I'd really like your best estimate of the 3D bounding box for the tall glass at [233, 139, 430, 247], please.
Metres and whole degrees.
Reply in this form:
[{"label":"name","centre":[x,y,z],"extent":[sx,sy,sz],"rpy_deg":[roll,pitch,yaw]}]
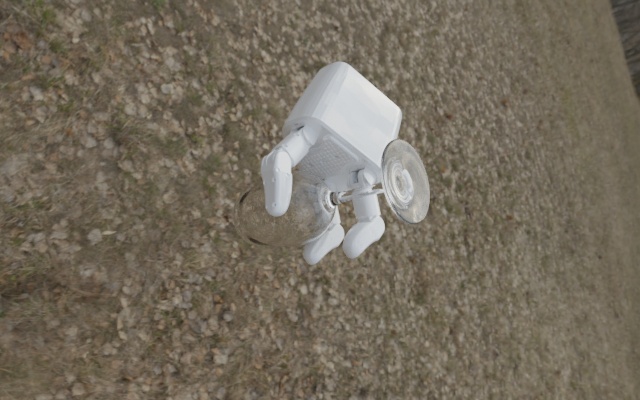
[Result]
[{"label":"tall glass","centre":[0.000,0.001,0.469],"extent":[0.201,0.079,0.079],"rpy_deg":[-14,-9,40]}]
